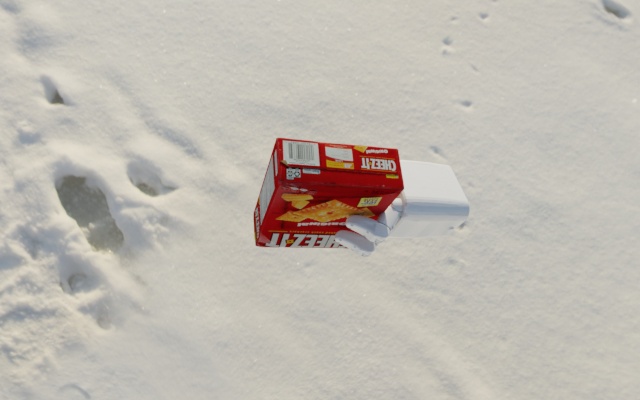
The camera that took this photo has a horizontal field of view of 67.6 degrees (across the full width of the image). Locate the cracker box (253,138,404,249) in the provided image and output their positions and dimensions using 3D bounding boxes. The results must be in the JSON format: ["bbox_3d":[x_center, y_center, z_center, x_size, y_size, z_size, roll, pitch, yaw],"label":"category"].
[{"bbox_3d":[0.000,0.002,0.680,0.164,0.072,0.214,3,-28,-15],"label":"cracker box"}]
